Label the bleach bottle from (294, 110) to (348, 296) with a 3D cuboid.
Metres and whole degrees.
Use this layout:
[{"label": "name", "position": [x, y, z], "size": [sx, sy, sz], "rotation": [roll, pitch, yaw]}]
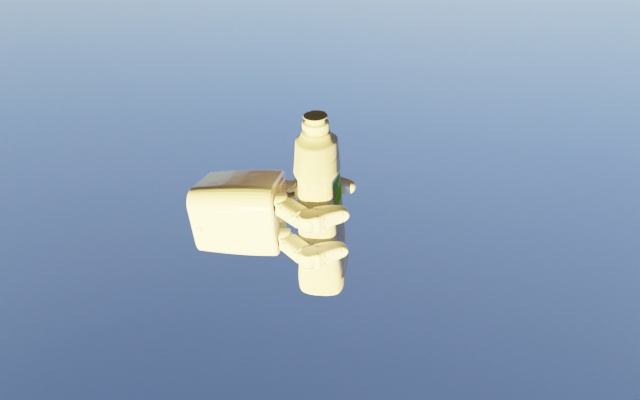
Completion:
[{"label": "bleach bottle", "position": [0.000, 0.002, 0.614], "size": [0.068, 0.251, 0.102], "rotation": [2, 36, 7]}]
